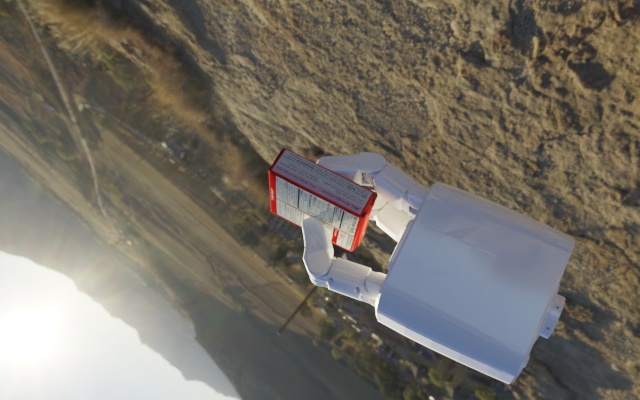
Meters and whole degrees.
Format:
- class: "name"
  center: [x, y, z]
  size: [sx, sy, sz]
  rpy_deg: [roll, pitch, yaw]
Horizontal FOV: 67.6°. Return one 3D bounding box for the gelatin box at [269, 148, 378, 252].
- class: "gelatin box"
  center: [0.000, 0.002, 0.413]
  size: [0.089, 0.030, 0.073]
  rpy_deg: [26, -27, 10]
